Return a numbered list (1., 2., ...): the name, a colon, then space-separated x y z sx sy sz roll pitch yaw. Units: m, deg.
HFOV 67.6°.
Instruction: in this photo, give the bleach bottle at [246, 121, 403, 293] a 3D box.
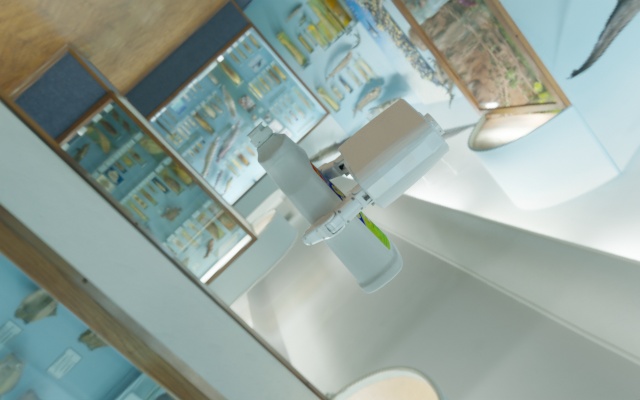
1. bleach bottle: 0.000 0.002 0.620 0.068 0.251 0.102 -40 14 10
